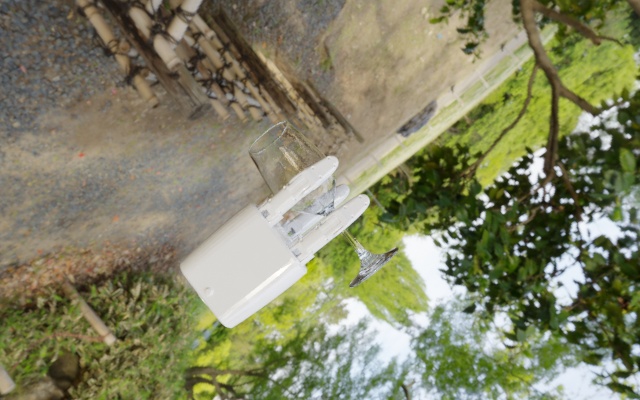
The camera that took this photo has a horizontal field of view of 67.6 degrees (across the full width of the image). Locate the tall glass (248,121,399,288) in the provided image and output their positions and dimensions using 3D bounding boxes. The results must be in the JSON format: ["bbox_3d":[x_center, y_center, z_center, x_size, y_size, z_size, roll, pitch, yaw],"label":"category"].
[{"bbox_3d":[0.001,0.002,0.565,0.079,0.201,0.079,-39,-3,-3],"label":"tall glass"}]
